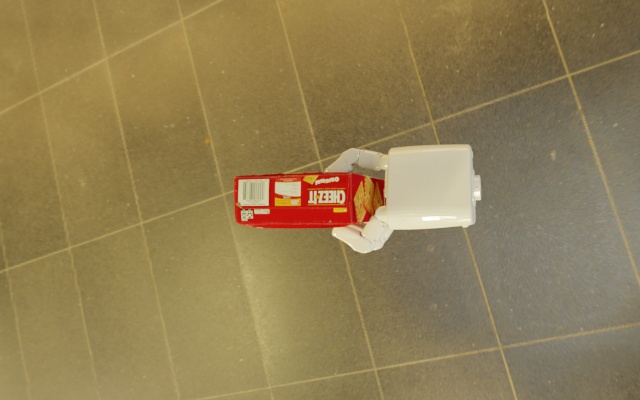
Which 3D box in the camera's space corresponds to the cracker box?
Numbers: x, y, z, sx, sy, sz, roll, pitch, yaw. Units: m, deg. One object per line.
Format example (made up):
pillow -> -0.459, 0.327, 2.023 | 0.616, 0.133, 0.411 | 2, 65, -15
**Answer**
cracker box -> 0.000, 0.002, 0.689 | 0.164, 0.072, 0.214 | -1, -2, 21
